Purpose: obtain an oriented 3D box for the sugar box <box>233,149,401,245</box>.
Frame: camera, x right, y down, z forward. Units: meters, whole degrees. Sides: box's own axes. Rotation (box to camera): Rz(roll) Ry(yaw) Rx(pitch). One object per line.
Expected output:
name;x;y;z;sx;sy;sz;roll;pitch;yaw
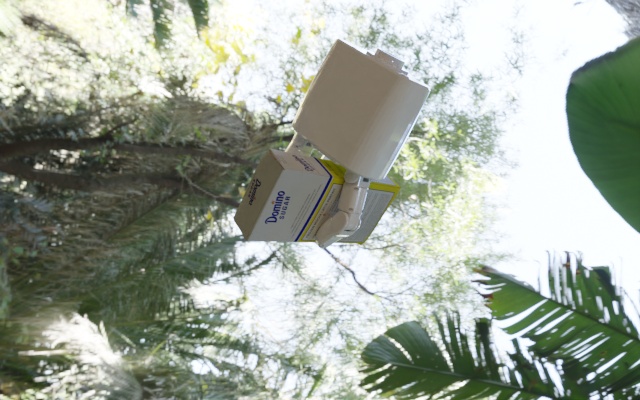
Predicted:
sugar box;0.000;0.001;0.535;0.176;0.093;0.048;9;31;-40
